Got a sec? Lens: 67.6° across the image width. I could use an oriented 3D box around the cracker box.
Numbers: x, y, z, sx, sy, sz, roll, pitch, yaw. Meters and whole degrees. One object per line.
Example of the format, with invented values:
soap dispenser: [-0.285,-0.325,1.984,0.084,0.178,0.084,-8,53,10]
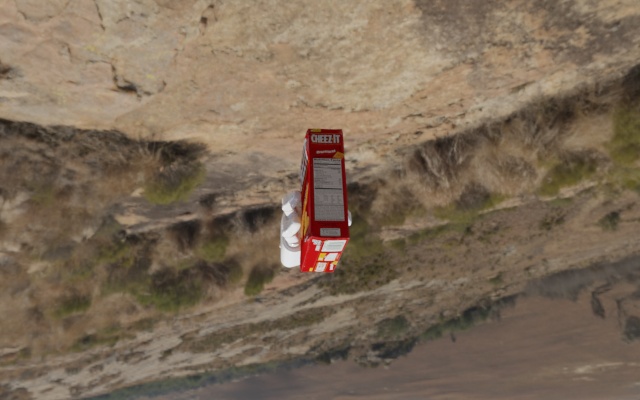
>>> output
cracker box: [0.000,0.003,0.864,0.072,0.213,0.164,1,-27,-8]
